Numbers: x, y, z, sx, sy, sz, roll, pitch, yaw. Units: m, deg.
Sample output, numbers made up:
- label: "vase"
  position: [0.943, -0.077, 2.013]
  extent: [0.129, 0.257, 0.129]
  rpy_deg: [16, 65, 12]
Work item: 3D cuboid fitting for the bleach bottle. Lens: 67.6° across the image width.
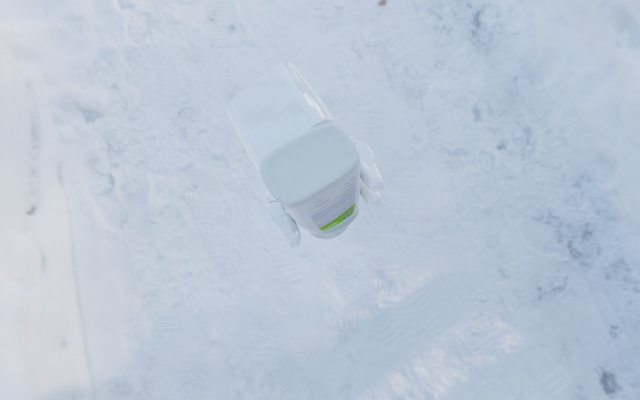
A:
- label: "bleach bottle"
  position: [0.000, 0.002, 0.592]
  extent: [0.102, 0.068, 0.251]
  rpy_deg: [-30, -19, -6]
